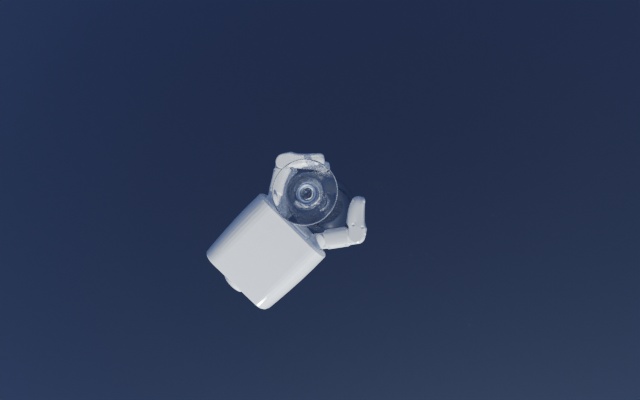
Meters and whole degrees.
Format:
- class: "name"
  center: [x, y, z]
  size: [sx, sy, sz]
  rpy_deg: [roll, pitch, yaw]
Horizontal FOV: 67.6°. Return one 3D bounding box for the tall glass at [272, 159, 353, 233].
- class: "tall glass"
  center: [0.000, 0.002, 0.619]
  size: [0.079, 0.079, 0.201]
  rpy_deg: [0, -6, 11]
